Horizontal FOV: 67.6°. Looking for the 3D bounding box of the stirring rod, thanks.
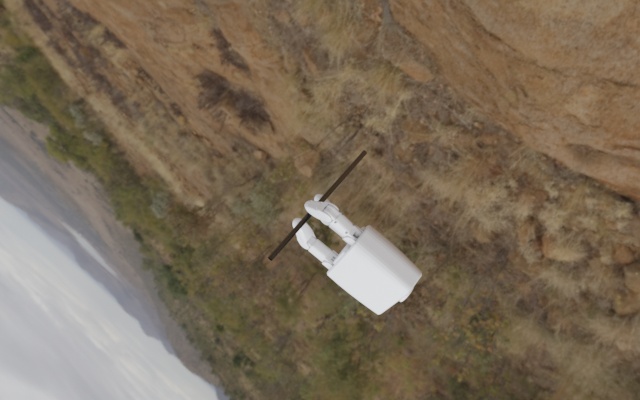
[{"bbox_3d":[0.000,0.002,0.739,0.239,0.011,0.011,-48,24,-23],"label":"stirring rod"}]
